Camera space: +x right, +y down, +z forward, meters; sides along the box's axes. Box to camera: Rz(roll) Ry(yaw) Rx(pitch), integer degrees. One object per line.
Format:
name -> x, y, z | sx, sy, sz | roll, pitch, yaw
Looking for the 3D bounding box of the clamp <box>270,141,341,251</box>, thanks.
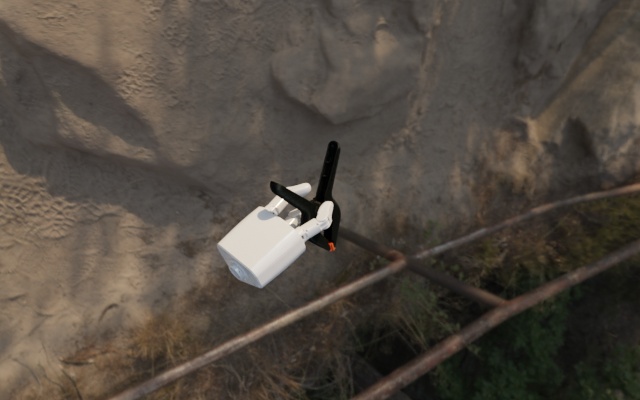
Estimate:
clamp -> 0.001, 0.004, 0.890 | 0.036, 0.210, 0.164 | 21, 53, 43
